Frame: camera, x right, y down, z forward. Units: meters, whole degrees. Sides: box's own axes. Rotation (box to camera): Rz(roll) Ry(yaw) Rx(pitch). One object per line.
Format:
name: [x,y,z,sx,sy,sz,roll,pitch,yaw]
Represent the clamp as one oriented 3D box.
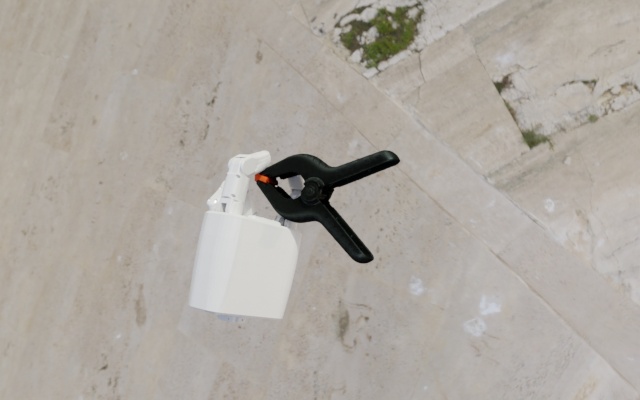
clamp: [0.000,0.001,0.530,0.171,0.120,0.039,5,-11,31]
